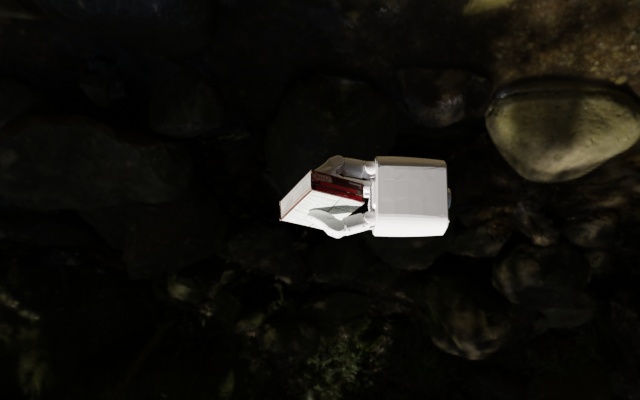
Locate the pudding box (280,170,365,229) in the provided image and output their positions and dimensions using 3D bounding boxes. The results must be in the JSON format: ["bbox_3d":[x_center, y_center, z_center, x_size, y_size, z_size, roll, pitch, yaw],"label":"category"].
[{"bbox_3d":[0.000,0.003,0.723,0.090,0.039,0.113,15,-34,-25],"label":"pudding box"}]
